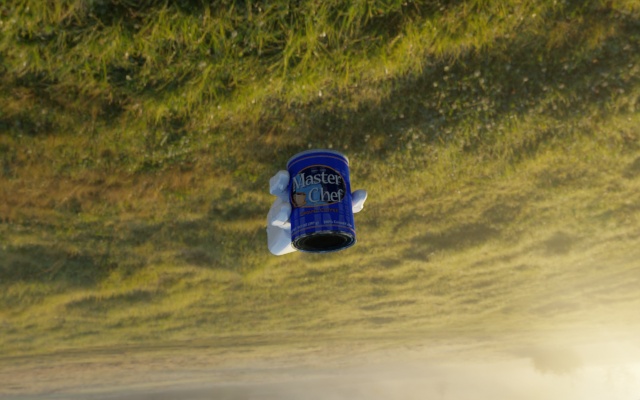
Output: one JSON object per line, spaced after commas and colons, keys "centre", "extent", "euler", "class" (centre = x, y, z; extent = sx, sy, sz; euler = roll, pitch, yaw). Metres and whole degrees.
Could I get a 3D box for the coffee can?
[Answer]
{"centre": [0.000, 0.002, 0.763], "extent": [0.103, 0.140, 0.103], "euler": [-4, -23, -2], "class": "coffee can"}
